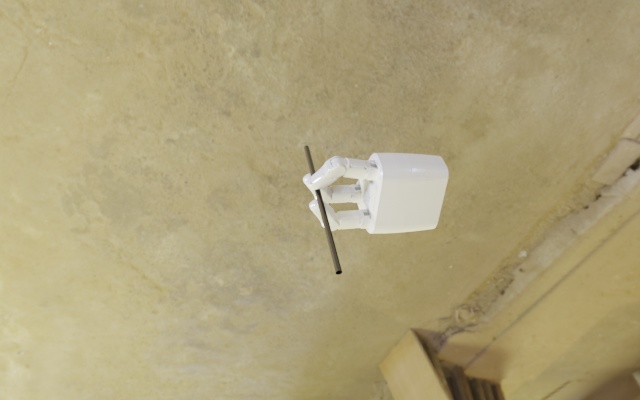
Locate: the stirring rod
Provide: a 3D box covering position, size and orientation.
[{"bbox_3d":[0.000,0.002,0.650,0.011,0.011,0.239,0,44,-15],"label":"stirring rod"}]
